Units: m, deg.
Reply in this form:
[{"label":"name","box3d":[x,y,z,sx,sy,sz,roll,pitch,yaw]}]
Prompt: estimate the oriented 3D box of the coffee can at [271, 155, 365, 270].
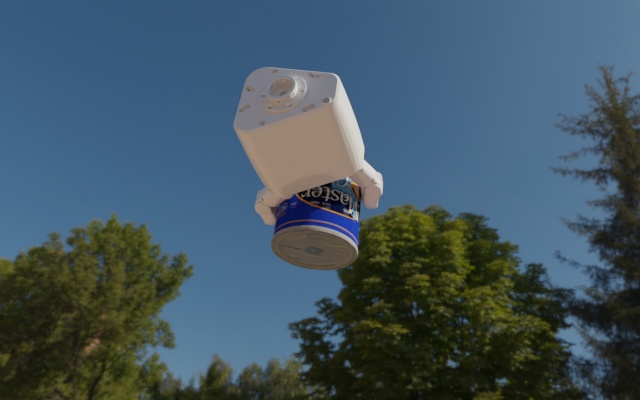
[{"label":"coffee can","box3d":[0.000,0.002,0.596,0.103,0.140,0.103,6,-32,3]}]
